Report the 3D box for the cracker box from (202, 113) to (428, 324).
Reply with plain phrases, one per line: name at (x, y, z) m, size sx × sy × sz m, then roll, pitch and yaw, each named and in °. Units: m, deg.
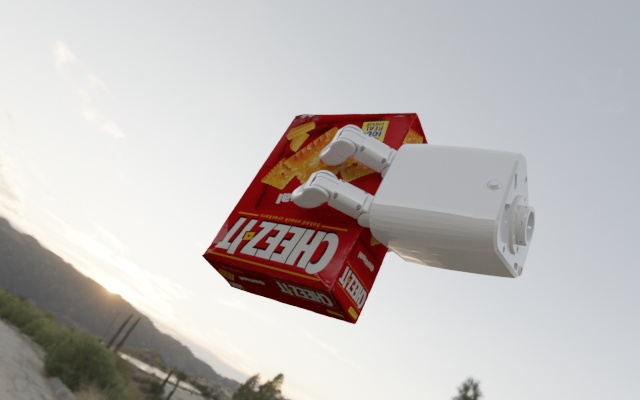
cracker box at (0.000, 0.002, 0.502) m, size 0.164 × 0.213 × 0.072 m, roll 7°, pitch -35°, yaw 36°
